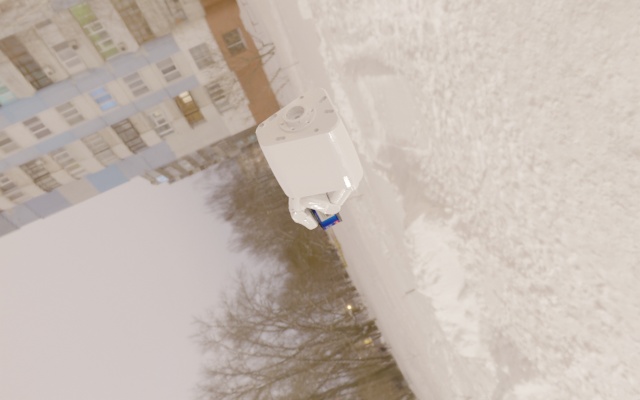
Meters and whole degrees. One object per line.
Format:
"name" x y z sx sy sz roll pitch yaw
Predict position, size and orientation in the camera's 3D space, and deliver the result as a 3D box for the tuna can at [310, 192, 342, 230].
"tuna can" 0.000 0.003 0.748 0.034 0.086 0.086 -28 -2 3
